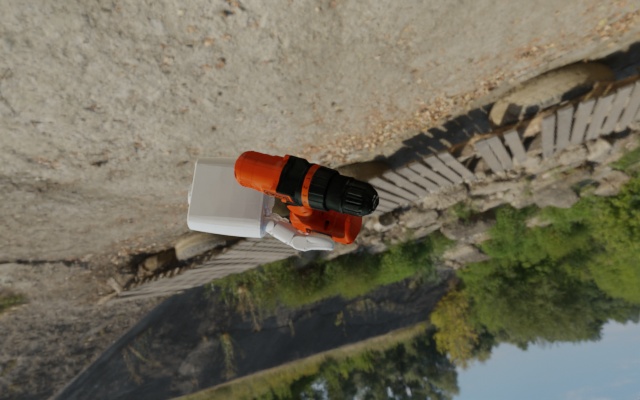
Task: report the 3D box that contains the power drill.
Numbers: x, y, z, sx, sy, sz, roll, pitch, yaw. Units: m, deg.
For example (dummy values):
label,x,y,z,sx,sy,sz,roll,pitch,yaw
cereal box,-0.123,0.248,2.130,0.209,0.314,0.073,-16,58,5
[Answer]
label,x,y,z,sx,sy,sz,roll,pitch,yaw
power drill,0.000,0.002,0.623,0.184,0.057,0.188,18,-15,22
